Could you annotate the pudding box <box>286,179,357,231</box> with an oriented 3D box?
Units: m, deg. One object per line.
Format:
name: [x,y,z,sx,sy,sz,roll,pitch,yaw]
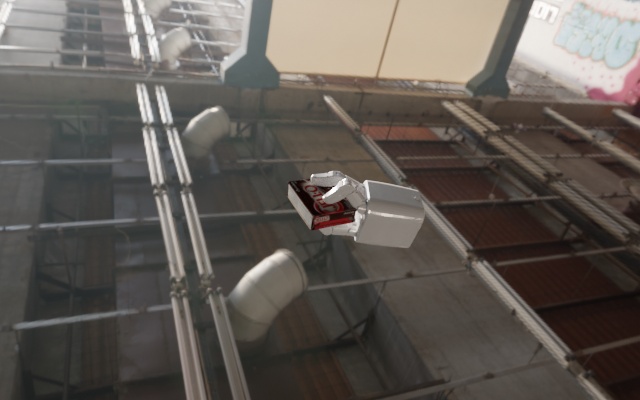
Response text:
pudding box: [0.000,0.003,0.875,0.090,0.039,0.113,-8,37,-28]
